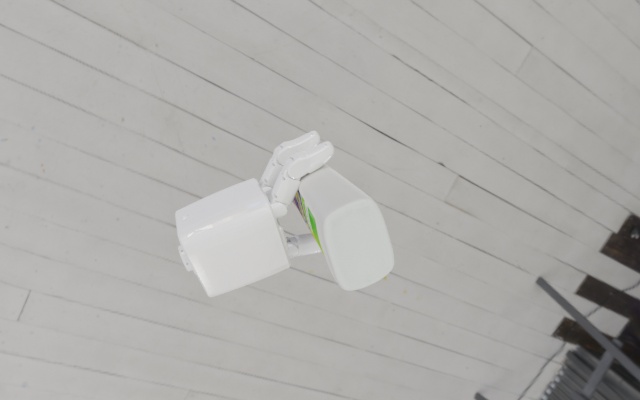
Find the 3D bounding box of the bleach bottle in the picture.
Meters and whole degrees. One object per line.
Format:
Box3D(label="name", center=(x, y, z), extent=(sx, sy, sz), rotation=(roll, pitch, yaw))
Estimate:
Box3D(label="bleach bottle", center=(0.000, 0.002, 0.580), extent=(0.068, 0.103, 0.250), rotation=(-23, 26, -10))
